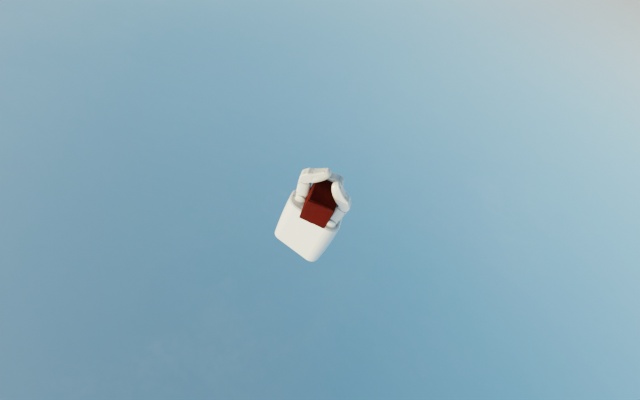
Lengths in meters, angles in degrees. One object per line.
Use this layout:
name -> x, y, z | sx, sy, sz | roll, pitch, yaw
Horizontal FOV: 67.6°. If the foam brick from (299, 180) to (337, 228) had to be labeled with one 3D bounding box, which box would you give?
foam brick -> 0.000, 0.003, 0.889 | 0.053, 0.051, 0.078 | 25, 39, -6
